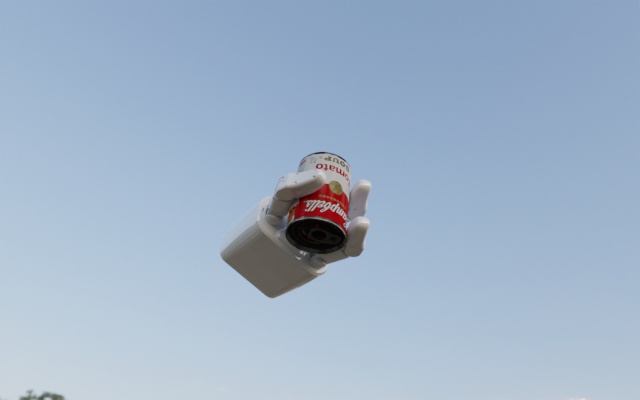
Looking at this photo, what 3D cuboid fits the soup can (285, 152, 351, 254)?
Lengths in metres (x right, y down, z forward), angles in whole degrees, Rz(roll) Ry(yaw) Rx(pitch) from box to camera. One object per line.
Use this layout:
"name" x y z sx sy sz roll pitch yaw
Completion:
"soup can" 0.000 0.001 0.557 0.068 0.102 0.069 5 -39 4
